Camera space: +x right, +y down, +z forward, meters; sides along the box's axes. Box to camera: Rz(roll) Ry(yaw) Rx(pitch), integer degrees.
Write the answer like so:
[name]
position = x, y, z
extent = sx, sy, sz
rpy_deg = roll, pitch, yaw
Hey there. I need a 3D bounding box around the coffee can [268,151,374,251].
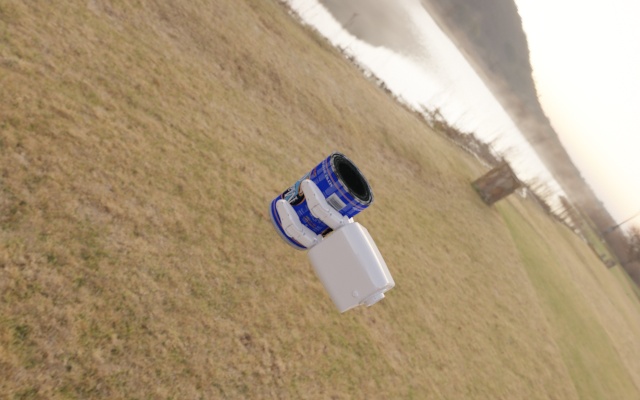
[coffee can]
position = 0.000, 0.002, 0.774
extent = 0.140, 0.102, 0.103
rpy_deg = -37, -17, 24
